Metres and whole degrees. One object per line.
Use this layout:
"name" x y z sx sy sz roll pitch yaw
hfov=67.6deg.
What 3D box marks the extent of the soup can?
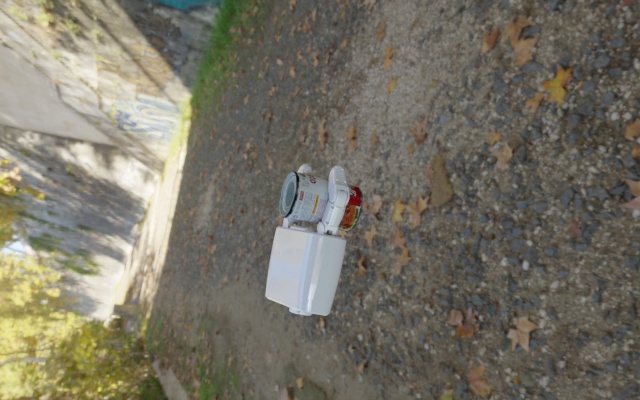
"soup can" 0.000 0.002 0.677 0.102 0.068 0.068 13 -5 -21
